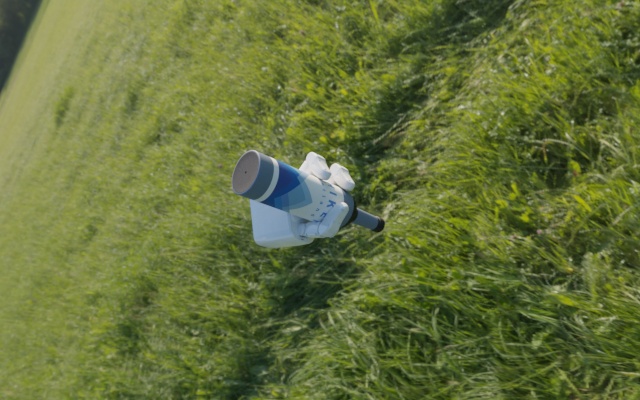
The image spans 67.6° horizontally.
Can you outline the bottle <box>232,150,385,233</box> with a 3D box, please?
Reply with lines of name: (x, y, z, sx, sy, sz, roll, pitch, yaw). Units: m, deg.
bottle: (0.000, 0.002, 0.759, 0.296, 0.069, 0.069, 22, -14, -40)
